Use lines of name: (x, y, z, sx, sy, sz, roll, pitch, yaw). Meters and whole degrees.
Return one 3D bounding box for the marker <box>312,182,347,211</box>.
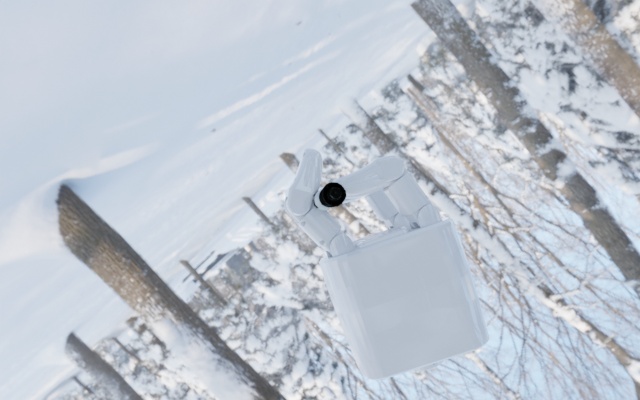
marker: (0.000, 0.001, 0.409, 0.020, 0.020, 0.121, 0, -6, -11)
